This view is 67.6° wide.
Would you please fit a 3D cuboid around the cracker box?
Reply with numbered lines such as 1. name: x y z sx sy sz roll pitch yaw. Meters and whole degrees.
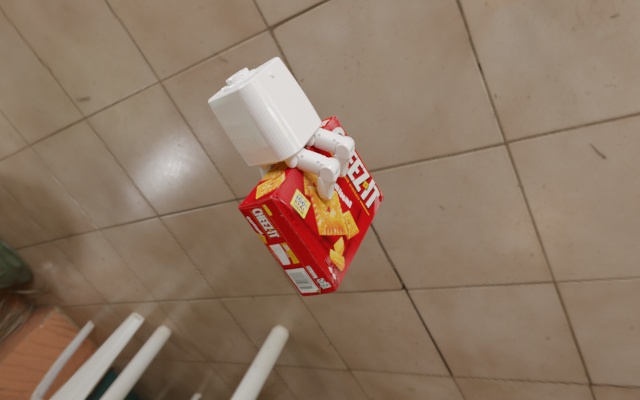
1. cracker box: 0.000 0.002 0.685 0.072 0.164 0.213 -15 28 37
